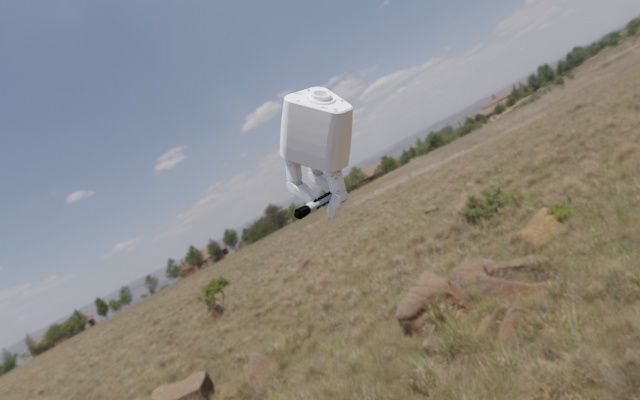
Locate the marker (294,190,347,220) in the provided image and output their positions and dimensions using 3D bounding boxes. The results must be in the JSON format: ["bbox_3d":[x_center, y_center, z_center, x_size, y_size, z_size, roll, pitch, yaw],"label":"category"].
[{"bbox_3d":[0.000,0.003,0.820,0.020,0.020,0.121,0,21,46],"label":"marker"}]
